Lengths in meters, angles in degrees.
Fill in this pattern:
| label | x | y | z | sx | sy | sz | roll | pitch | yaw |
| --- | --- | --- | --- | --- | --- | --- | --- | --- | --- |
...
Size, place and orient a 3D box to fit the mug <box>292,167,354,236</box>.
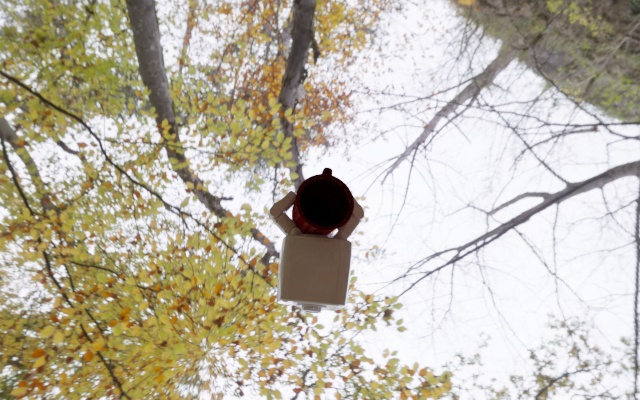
| label | x | y | z | sx | sy | sz | roll | pitch | yaw |
| --- | --- | --- | --- | --- | --- | --- | --- | --- | --- |
| mug | 0.000 | 0.001 | 0.779 | 0.093 | 0.117 | 0.081 | 11 | -20 | -10 |
